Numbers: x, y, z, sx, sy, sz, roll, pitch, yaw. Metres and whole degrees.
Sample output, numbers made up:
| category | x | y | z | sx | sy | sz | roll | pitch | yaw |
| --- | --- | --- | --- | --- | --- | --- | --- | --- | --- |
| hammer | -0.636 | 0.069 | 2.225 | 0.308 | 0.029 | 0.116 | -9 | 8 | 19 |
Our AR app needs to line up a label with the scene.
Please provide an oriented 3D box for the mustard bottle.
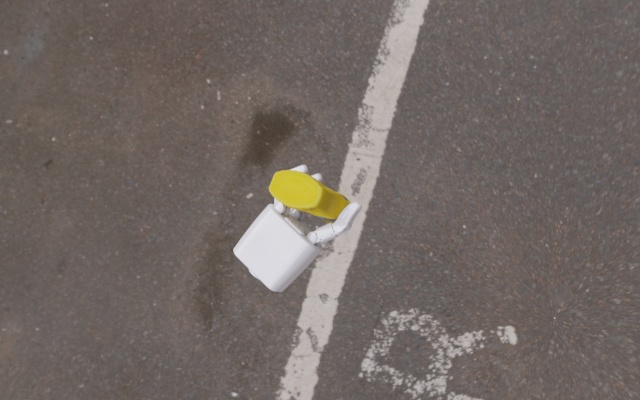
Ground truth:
| category | x | y | z | sx | sy | sz | roll | pitch | yaw |
| --- | --- | --- | --- | --- | --- | --- | --- | --- | --- |
| mustard bottle | 0.000 | 0.002 | 0.809 | 0.096 | 0.058 | 0.192 | 17 | -4 | 28 |
